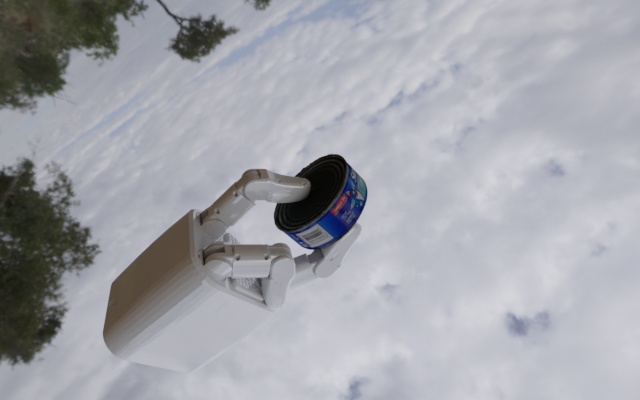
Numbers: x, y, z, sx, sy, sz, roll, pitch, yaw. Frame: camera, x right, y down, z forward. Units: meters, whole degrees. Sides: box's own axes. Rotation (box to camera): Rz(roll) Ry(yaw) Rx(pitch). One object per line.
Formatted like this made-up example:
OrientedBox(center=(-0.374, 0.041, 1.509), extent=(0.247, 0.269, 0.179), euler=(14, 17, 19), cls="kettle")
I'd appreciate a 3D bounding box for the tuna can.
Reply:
OrientedBox(center=(0.000, 0.002, 0.431), extent=(0.034, 0.086, 0.086), euler=(42, -24, -30), cls="tuna can")
